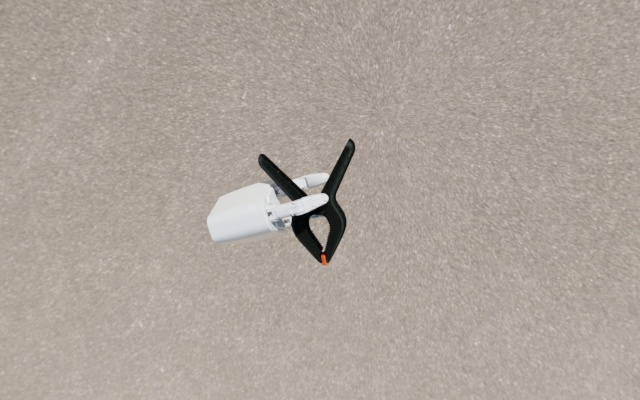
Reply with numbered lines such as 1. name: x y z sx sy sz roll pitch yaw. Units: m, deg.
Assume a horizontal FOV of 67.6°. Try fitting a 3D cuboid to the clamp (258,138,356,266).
1. clamp: 0.000 0.003 0.792 0.164 0.210 0.036 -15 8 16
